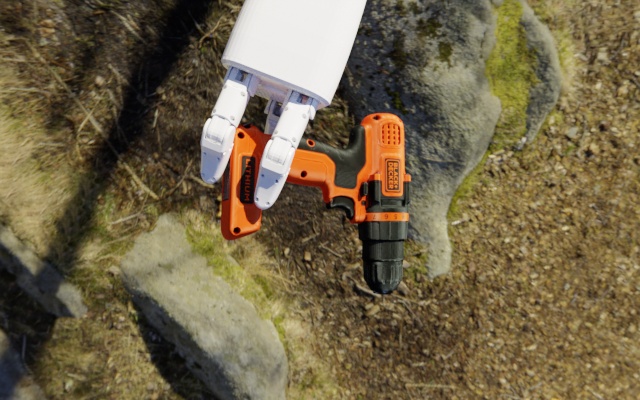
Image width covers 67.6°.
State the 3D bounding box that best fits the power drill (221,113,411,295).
[{"bbox_3d":[0.000,0.001,0.466,0.187,0.184,0.057,2,-6,-22],"label":"power drill"}]
